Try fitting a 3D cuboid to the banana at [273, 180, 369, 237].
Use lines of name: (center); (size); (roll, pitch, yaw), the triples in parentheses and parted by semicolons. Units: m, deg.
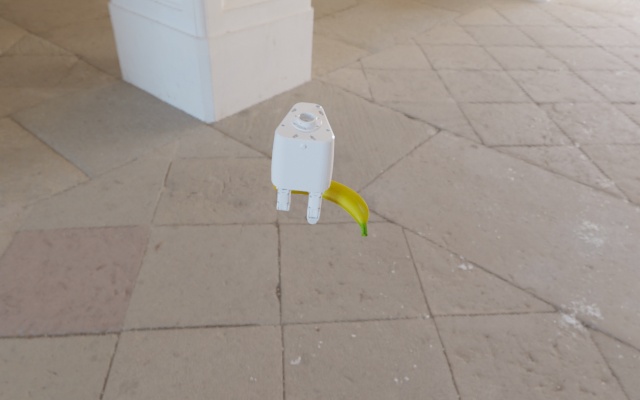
banana: (0.012, -0.008, 0.876); (0.198, 0.069, 0.037); (27, -35, 11)
